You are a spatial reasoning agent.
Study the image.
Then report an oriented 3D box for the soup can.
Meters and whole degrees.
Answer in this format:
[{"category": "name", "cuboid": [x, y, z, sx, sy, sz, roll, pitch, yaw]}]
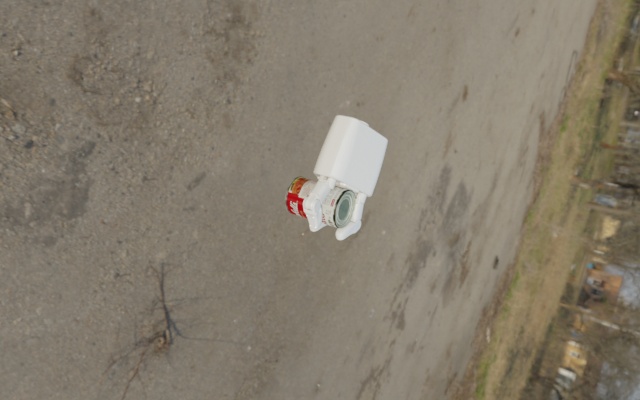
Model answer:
[{"category": "soup can", "cuboid": [0.000, 0.003, 0.812, 0.102, 0.068, 0.068, 16, 8, 30]}]
